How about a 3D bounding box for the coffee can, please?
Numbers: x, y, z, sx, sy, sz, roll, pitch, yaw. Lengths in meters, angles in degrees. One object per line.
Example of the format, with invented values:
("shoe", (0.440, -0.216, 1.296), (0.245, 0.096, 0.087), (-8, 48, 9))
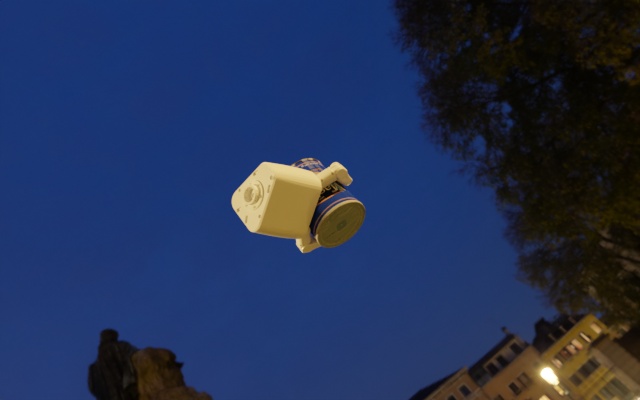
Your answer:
("coffee can", (0.000, 0.003, 0.873), (0.103, 0.103, 0.140), (0, 36, -42))
